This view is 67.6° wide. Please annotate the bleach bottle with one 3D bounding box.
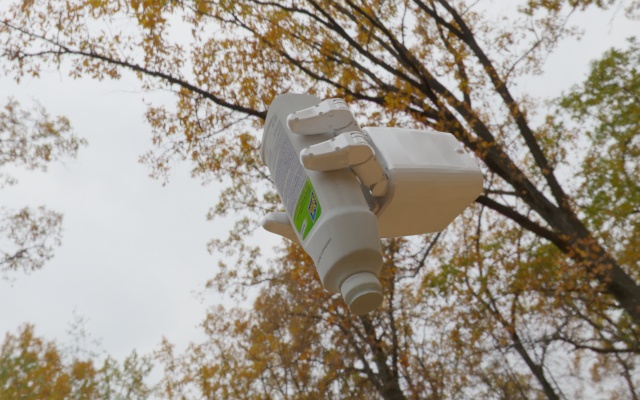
[{"bbox_3d":[0.000,0.001,0.456,0.068,0.103,0.250,-1,43,-20],"label":"bleach bottle"}]
